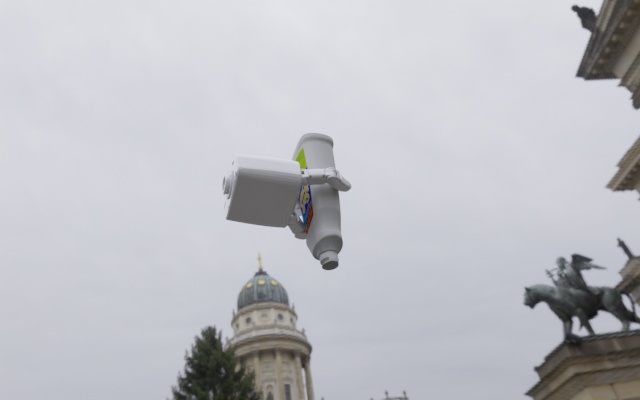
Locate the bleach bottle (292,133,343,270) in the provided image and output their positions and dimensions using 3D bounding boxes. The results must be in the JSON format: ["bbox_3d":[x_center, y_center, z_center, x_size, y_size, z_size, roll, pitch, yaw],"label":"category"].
[{"bbox_3d":[0.000,0.003,0.835,0.068,0.250,0.103,6,-41,-20],"label":"bleach bottle"}]
